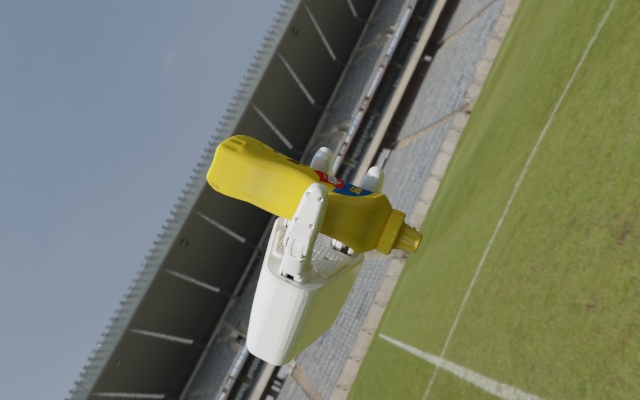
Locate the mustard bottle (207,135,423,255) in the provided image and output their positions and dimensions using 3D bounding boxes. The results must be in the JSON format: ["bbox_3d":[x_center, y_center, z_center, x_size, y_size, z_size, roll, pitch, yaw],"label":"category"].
[{"bbox_3d":[0.000,0.001,0.435,0.191,0.058,0.096,24,6,10],"label":"mustard bottle"}]
